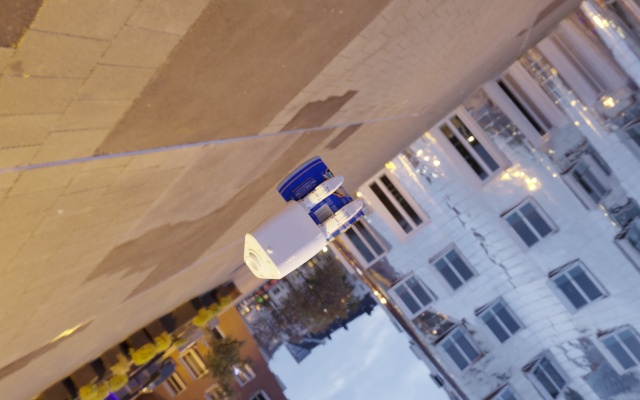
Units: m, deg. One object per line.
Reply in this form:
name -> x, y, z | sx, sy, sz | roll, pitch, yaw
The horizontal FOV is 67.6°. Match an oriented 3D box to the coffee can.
coffee can -> 0.000, 0.003, 0.884 | 0.103, 0.140, 0.103 | -38, -4, -3
